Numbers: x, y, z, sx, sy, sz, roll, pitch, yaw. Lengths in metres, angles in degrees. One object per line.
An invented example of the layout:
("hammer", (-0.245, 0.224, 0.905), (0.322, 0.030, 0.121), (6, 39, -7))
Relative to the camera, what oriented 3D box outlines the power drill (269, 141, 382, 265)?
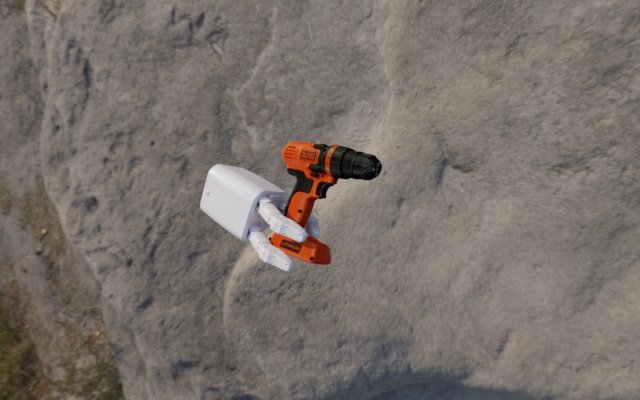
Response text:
("power drill", (0.000, 0.003, 0.756), (0.184, 0.187, 0.057), (14, -2, 39))
